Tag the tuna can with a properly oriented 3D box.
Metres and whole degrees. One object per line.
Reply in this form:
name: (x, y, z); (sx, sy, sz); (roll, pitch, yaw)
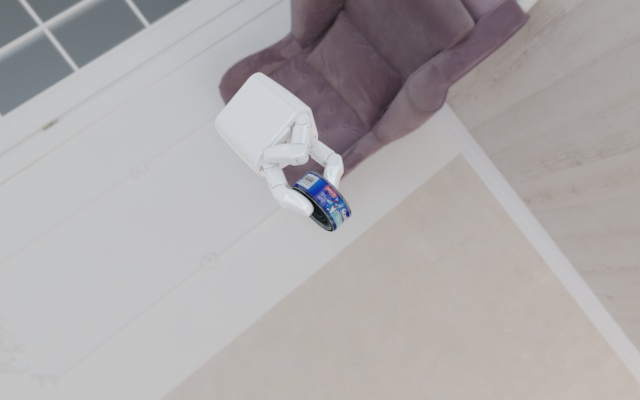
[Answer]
tuna can: (0.000, 0.003, 0.654); (0.033, 0.086, 0.086); (-43, 14, -16)
